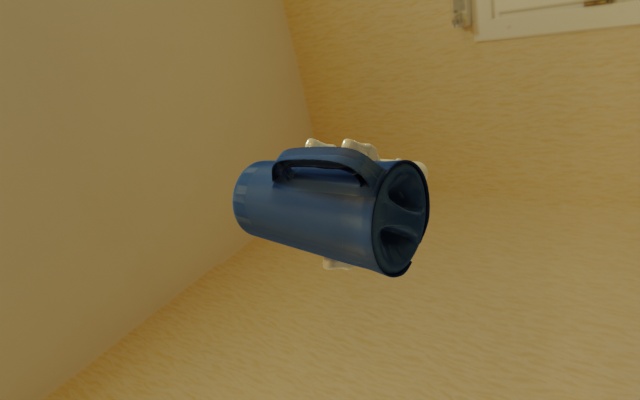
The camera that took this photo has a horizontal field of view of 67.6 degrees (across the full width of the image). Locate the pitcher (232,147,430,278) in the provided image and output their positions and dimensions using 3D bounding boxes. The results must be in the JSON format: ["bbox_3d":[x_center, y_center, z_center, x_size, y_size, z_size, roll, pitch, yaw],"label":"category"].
[{"bbox_3d":[0.000,0.002,0.601,0.243,0.149,0.145,8,13,38],"label":"pitcher"}]
